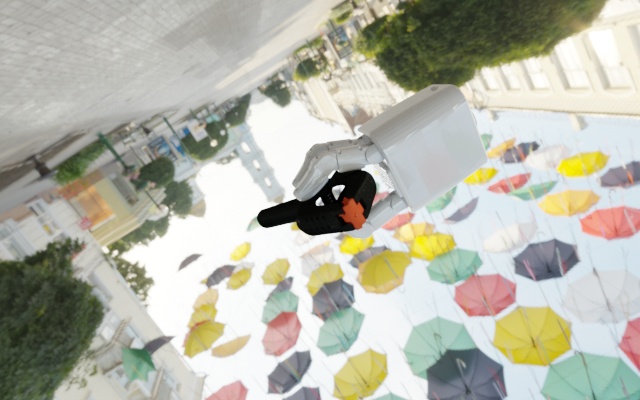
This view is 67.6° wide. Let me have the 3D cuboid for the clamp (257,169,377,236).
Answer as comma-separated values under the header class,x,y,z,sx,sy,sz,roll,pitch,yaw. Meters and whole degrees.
class,x,y,z,sx,sy,sz,roll,pitch,yaw
clamp,0.001,0.002,0.534,0.164,0.036,0.210,-34,15,1
